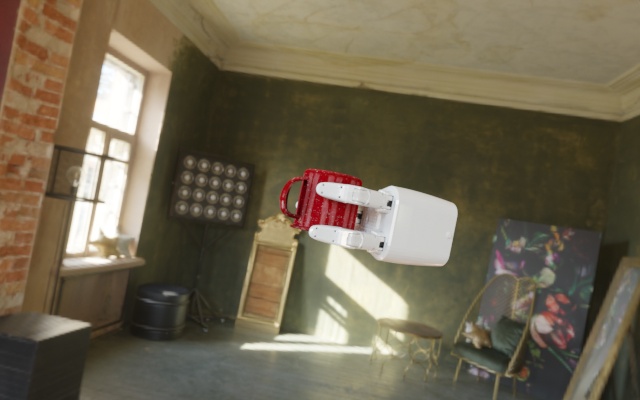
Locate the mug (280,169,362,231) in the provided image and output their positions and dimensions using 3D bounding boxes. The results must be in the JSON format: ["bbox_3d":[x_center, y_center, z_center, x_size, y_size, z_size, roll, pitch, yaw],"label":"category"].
[{"bbox_3d":[-0.001,0.002,0.643,0.117,0.081,0.093,12,-2,-26],"label":"mug"}]
